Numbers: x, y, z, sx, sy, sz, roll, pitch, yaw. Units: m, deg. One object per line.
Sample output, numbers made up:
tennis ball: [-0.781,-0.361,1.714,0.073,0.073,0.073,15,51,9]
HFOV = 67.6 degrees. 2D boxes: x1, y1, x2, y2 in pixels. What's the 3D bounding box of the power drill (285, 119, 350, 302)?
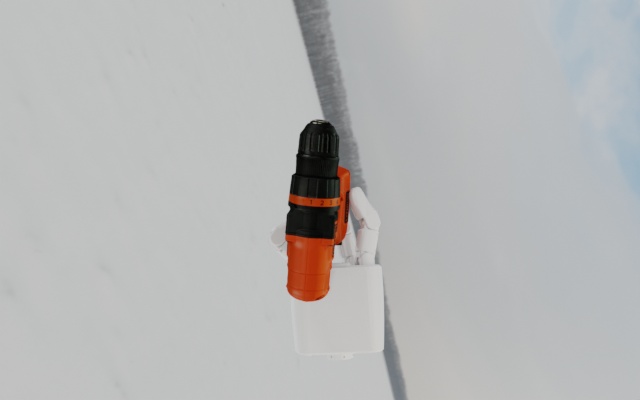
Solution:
power drill: [0.000,0.002,0.549,0.057,0.184,0.187,7,9,7]
